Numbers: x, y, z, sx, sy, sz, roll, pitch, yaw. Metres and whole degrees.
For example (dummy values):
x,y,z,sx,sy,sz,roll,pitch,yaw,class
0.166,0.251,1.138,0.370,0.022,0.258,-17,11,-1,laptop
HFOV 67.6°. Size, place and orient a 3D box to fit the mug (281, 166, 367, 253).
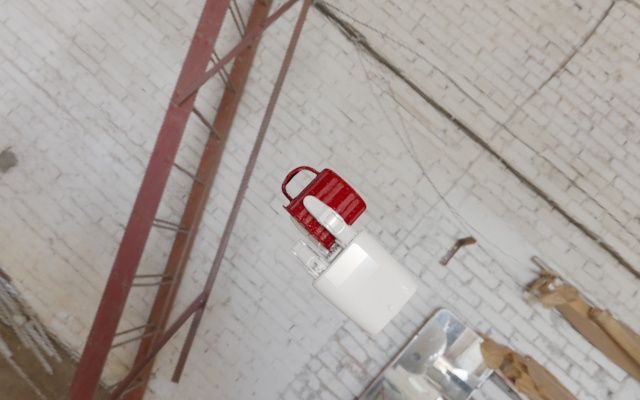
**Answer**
x,y,z,sx,sy,sz,roll,pitch,yaw,class
-0.001,0.001,0.653,0.117,0.081,0.093,44,-3,-4,mug
